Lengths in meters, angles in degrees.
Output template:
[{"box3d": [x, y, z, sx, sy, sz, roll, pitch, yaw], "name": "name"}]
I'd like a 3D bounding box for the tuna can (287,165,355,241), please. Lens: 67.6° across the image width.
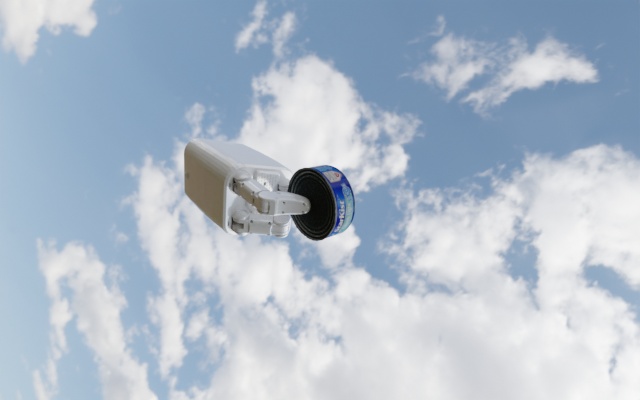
[{"box3d": [0.001, 0.002, 0.557, 0.034, 0.086, 0.086, -14, 9, -39], "name": "tuna can"}]
